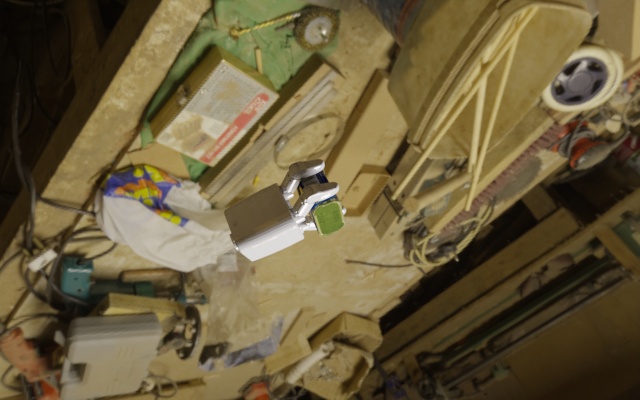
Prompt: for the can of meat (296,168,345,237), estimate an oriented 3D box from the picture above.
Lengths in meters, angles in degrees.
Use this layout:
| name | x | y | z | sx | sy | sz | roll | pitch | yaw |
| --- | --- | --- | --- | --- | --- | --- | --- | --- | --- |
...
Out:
| name | x | y | z | sx | sy | sz | roll | pitch | yaw |
| --- | --- | --- | --- | --- | --- | --- | --- | --- | --- |
| can of meat | 0.000 | 0.003 | 0.838 | 0.057 | 0.084 | 0.102 | -24 | -35 | -5 |
